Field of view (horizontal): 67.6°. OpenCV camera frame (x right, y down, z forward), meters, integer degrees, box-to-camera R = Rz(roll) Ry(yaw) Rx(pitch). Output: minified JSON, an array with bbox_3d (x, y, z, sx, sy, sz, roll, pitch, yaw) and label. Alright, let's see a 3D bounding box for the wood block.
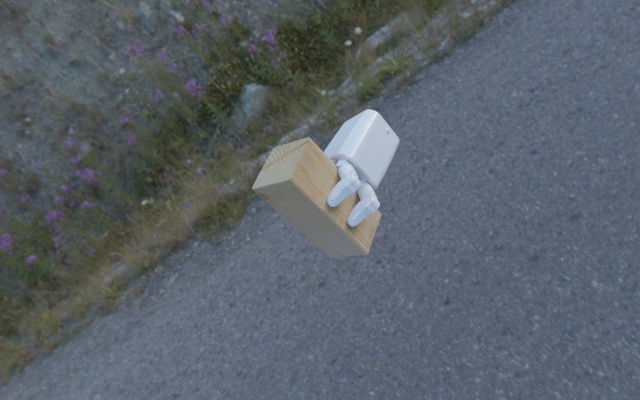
[{"bbox_3d":[0.000,0.002,0.796,0.091,0.090,0.206,-10,-43,43],"label":"wood block"}]
